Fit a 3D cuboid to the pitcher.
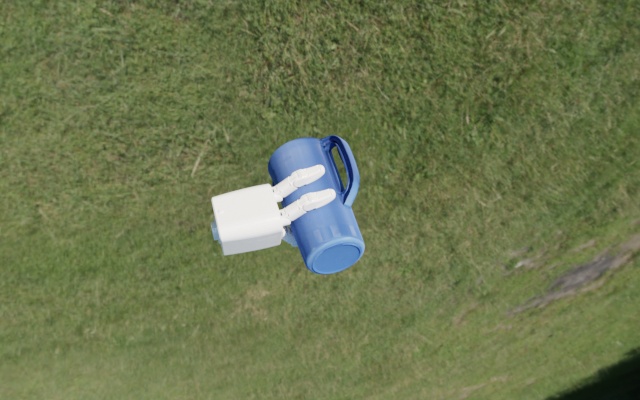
[{"bbox_3d":[0.000,0.003,0.879,0.145,0.242,0.149,-11,-37,-13],"label":"pitcher"}]
